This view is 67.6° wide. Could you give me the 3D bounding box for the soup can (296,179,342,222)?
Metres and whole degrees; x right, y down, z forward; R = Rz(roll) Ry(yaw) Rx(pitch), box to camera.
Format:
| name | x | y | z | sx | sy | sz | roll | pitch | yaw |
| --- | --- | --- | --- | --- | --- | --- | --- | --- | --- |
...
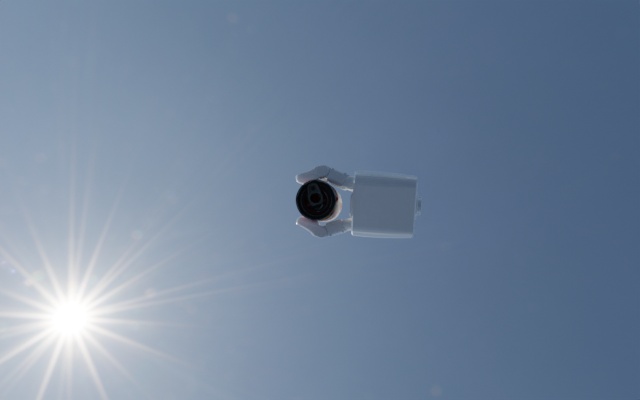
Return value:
| name | x | y | z | sx | sy | sz | roll | pitch | yaw |
| --- | --- | --- | --- | --- | --- | --- | --- | --- | --- |
| soup can | 0.000 | 0.003 | 0.833 | 0.068 | 0.068 | 0.102 | 0 | -4 | 9 |
